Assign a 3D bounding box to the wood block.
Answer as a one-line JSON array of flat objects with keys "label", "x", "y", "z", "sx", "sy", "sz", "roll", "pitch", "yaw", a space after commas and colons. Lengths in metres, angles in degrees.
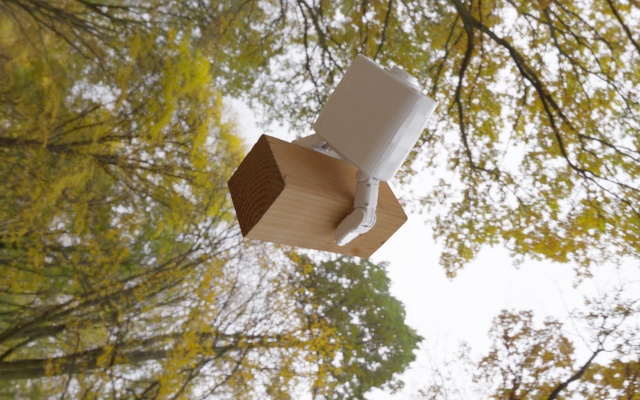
[{"label": "wood block", "x": 0.001, "y": 0.002, "z": 0.603, "sx": 0.206, "sy": 0.090, "sz": 0.090, "roll": 15, "pitch": -51, "yaw": -40}]
